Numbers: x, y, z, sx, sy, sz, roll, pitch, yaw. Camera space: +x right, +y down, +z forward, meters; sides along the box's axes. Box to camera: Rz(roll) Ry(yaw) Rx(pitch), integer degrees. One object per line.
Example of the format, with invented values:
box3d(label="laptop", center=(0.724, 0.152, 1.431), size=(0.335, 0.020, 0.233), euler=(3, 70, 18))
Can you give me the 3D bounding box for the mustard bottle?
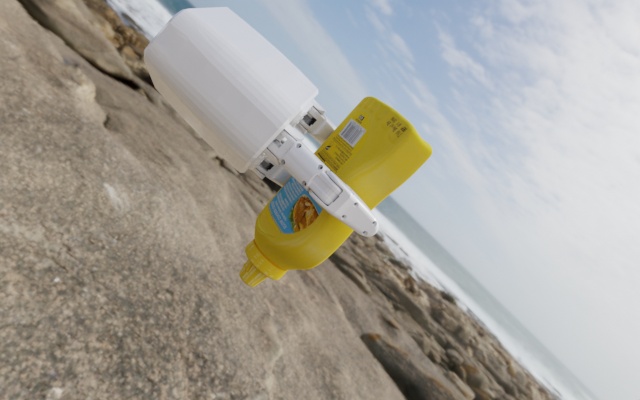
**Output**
box3d(label="mustard bottle", center=(0.000, 0.001, 0.408), size=(0.058, 0.191, 0.096), euler=(40, 8, -32))
